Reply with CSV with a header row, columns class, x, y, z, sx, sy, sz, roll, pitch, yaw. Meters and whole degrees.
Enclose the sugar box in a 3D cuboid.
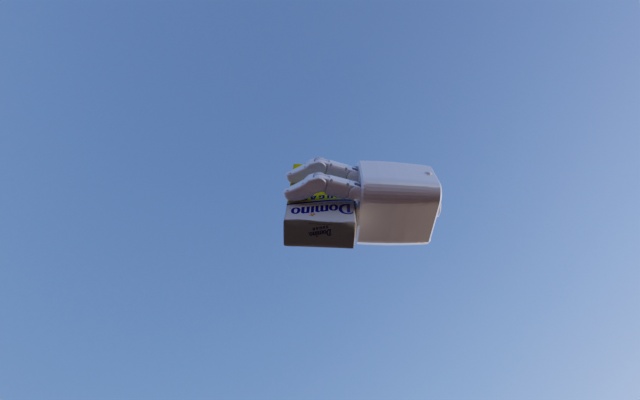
class,x,y,z,sx,sy,sz,roll,pitch,yaw
sugar box,0.000,0.002,0.674,0.093,0.048,0.176,2,25,-1
